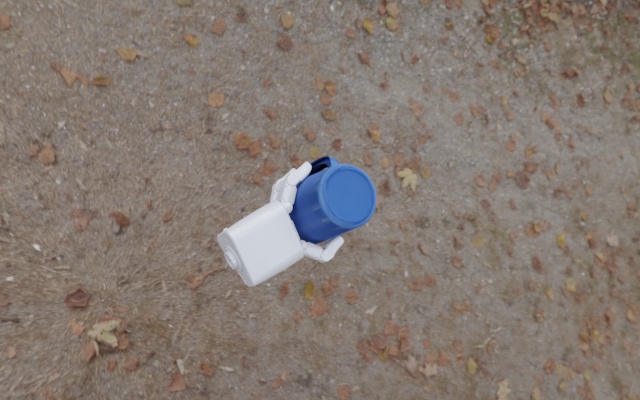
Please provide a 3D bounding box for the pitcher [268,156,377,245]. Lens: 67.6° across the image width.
[{"bbox_3d":[0.000,0.003,0.871,0.145,0.149,0.243,-30,2,-27],"label":"pitcher"}]
